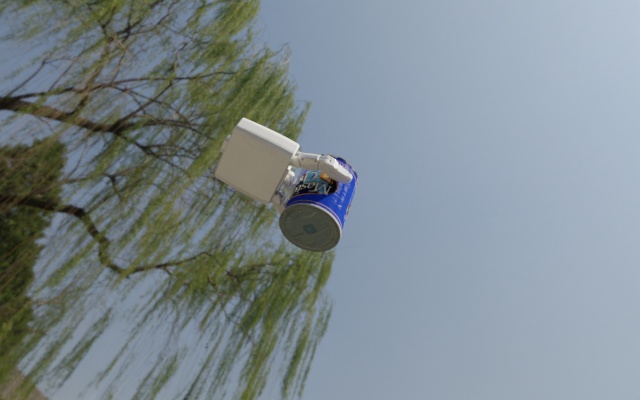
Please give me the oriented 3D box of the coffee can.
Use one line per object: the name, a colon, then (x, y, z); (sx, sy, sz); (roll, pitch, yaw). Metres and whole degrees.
coffee can: (0.000, 0.003, 0.813); (0.103, 0.103, 0.140); (0, 40, 20)
